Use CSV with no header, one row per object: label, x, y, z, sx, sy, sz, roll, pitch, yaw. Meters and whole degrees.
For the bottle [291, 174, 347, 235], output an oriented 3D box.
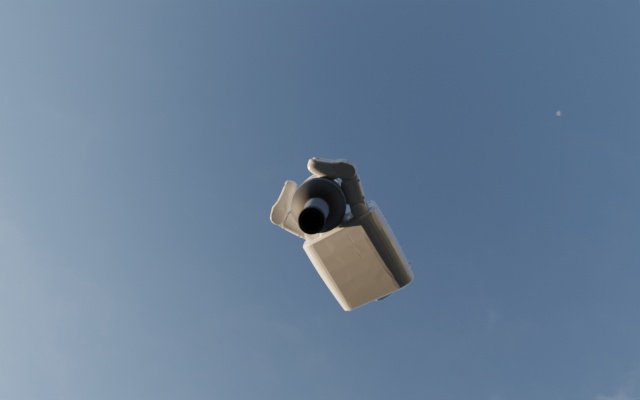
bottle,0.000,0.002,0.610,0.069,0.069,0.295,0,7,4
